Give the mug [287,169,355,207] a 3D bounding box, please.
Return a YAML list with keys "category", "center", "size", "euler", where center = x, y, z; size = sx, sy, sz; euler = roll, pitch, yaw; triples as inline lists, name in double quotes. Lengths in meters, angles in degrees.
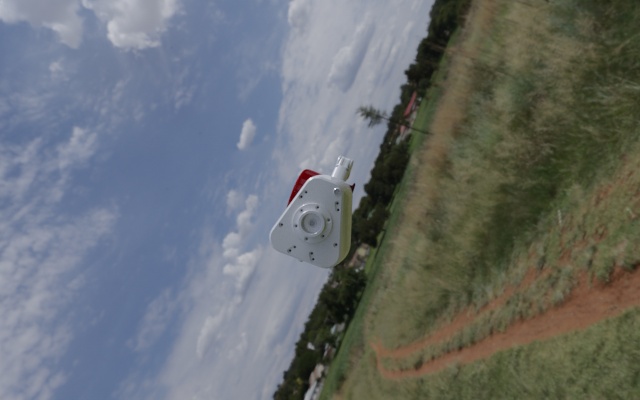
- category: "mug"
  center: [0.000, 0.002, 0.740]
  size: [0.081, 0.093, 0.117]
  euler: [22, 3, 6]
